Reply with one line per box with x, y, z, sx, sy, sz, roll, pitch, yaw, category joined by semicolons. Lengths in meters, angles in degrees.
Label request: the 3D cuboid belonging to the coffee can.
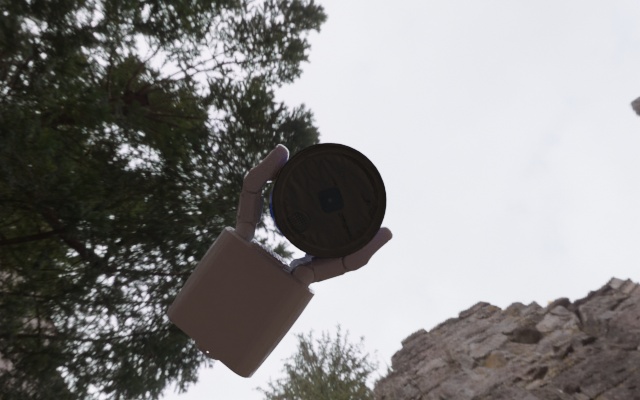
0.000;0.001;0.488;0.103;0.103;0.140;0;-1;-7;coffee can
